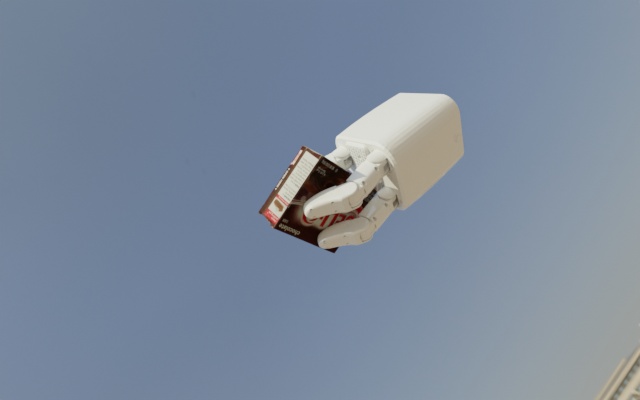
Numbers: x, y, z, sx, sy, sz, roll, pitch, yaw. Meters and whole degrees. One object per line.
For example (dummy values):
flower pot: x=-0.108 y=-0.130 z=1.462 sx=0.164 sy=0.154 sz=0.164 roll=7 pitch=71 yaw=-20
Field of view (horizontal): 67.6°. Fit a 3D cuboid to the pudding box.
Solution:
pudding box: x=0.000 y=0.002 z=0.527 sx=0.113 sy=0.090 sz=0.039 roll=28 pitch=7 yaw=-46
